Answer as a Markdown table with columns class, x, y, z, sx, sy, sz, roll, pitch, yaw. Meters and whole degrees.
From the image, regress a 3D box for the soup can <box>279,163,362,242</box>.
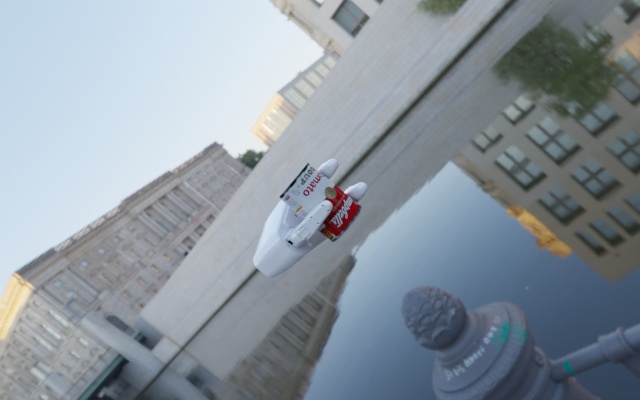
| class | x | y | z | sx | sy | sz | roll | pitch | yaw |
| --- | --- | --- | --- | --- | --- | --- | --- | --- | --- |
| soup can | 0.000 | 0.002 | 0.691 | 0.102 | 0.068 | 0.068 | 40 | -4 | -5 |
